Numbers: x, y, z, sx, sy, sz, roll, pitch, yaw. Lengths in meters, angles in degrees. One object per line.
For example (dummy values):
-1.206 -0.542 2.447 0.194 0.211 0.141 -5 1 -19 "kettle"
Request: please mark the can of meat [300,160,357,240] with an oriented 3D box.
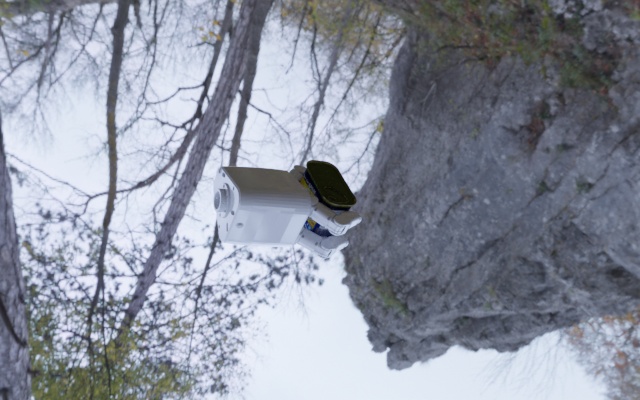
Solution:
0.000 0.003 0.734 0.057 0.084 0.102 3 41 -32 "can of meat"
